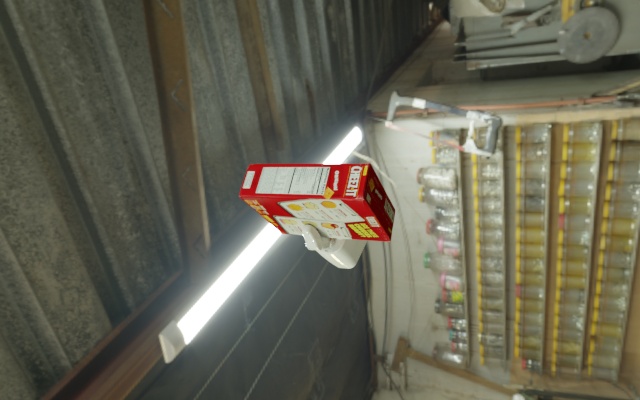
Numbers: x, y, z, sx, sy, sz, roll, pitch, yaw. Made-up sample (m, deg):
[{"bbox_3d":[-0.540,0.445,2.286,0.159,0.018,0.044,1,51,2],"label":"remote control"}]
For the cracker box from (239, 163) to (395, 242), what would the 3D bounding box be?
[{"bbox_3d":[0.000,0.003,0.795,0.213,0.072,0.164,1,-25,24],"label":"cracker box"}]
